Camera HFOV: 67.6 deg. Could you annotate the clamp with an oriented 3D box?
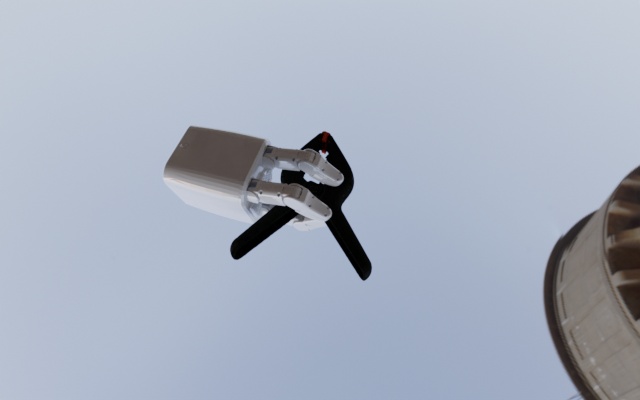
[{"bbox_3d":[0.000,0.002,0.597,0.164,0.209,0.036,15,-34,7],"label":"clamp"}]
